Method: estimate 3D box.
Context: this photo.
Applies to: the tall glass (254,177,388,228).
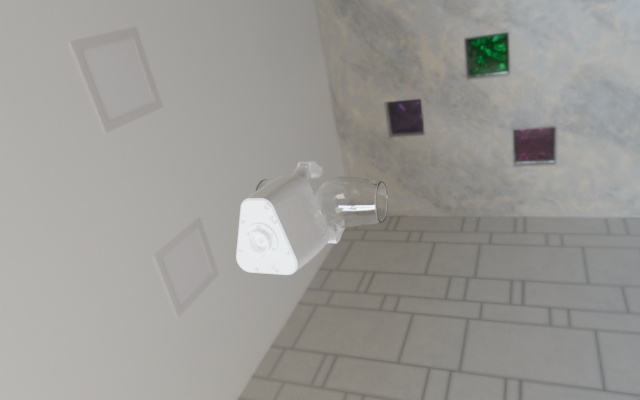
[{"bbox_3d":[0.000,0.002,0.744,0.201,0.079,0.079,0,0,24],"label":"tall glass"}]
